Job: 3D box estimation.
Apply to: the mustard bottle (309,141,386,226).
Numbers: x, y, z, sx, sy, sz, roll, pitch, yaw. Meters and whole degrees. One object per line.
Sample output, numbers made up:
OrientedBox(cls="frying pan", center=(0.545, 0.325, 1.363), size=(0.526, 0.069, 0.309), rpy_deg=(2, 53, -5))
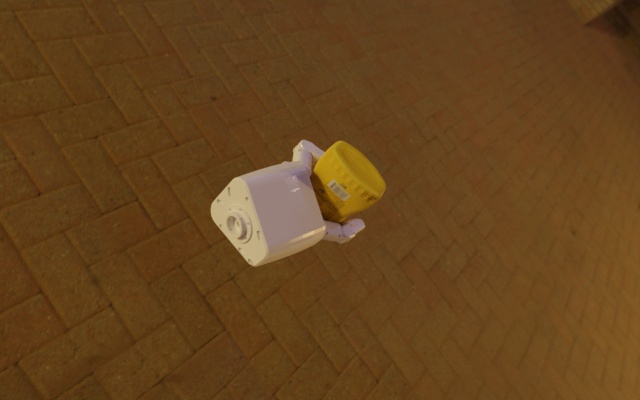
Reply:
OrientedBox(cls="mustard bottle", center=(0.000, 0.002, 0.700), size=(0.192, 0.096, 0.058), rpy_deg=(-40, 10, 41))
